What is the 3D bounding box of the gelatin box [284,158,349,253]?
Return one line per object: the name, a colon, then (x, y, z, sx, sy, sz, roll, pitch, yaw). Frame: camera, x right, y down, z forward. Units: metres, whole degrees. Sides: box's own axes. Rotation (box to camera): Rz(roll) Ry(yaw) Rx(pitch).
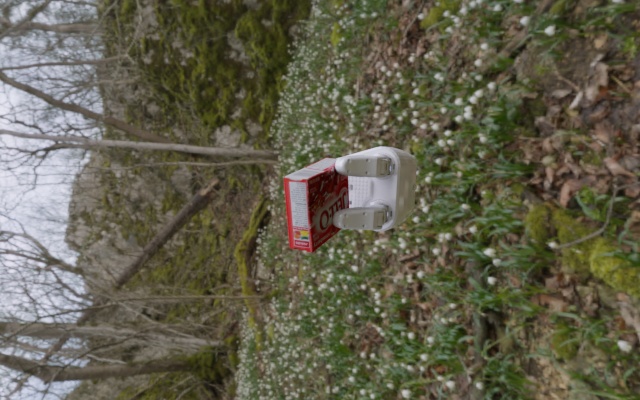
gelatin box: (0.000, 0.002, 0.482, 0.030, 0.073, 0.089, 6, 20, 28)
